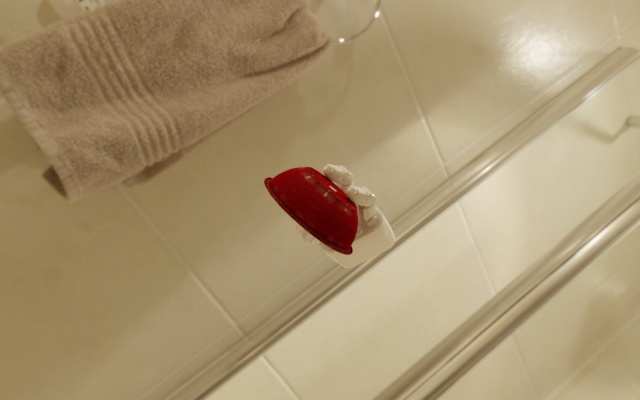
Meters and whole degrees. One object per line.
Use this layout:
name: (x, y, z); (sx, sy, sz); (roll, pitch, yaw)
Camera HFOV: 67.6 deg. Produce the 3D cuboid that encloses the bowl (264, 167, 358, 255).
bowl: (0.000, 0.002, 0.670); (0.162, 0.055, 0.162); (39, 10, -8)
